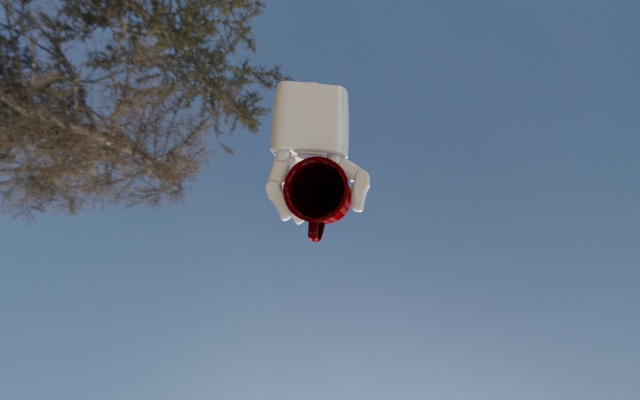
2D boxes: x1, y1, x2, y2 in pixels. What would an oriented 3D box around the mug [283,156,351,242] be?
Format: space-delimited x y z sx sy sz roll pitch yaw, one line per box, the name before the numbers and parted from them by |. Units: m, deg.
mug | 0.000 0.004 0.695 0.093 0.117 0.081 3 -9 12
